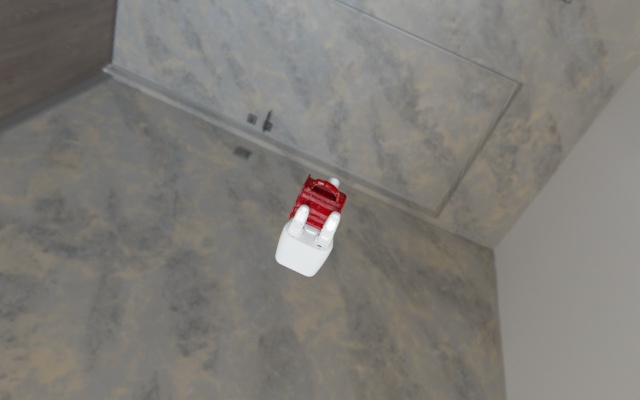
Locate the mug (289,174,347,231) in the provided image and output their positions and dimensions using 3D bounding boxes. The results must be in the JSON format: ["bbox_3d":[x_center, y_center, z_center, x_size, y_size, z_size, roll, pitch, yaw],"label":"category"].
[{"bbox_3d":[0.001,0.002,0.876,0.081,0.093,0.117,25,-39,0],"label":"mug"}]
